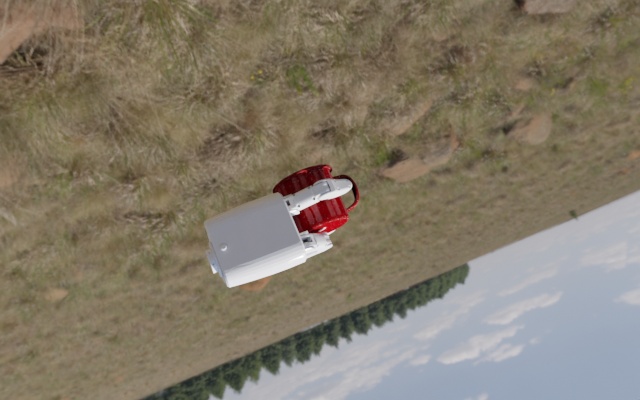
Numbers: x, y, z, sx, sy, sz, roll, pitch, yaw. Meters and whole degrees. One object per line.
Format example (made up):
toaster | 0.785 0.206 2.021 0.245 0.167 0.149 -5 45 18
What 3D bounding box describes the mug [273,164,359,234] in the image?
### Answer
mug | 0.001 0.002 0.685 0.117 0.081 0.093 -20 -14 -15
